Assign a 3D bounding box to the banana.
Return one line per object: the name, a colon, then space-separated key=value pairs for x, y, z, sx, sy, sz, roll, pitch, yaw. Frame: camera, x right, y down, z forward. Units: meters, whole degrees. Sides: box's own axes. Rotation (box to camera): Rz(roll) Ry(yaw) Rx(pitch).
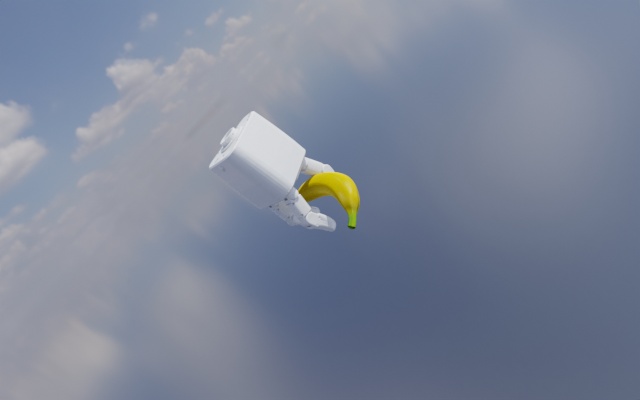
banana: x=0.011 y=-0.013 z=0.743 sx=0.037 sy=0.069 sz=0.197 roll=31 pitch=-3 yaw=-27
